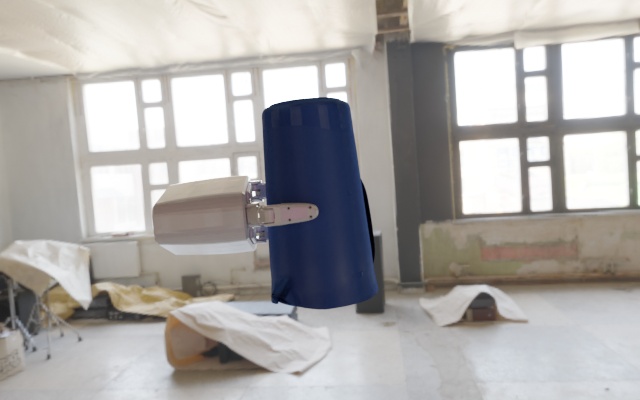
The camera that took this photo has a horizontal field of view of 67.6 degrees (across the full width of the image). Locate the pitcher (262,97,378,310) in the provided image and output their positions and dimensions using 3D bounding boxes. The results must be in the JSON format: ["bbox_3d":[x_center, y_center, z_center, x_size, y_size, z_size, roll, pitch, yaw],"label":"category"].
[{"bbox_3d":[0.000,0.002,0.594,0.145,0.243,0.149,-6,4,-3],"label":"pitcher"}]
